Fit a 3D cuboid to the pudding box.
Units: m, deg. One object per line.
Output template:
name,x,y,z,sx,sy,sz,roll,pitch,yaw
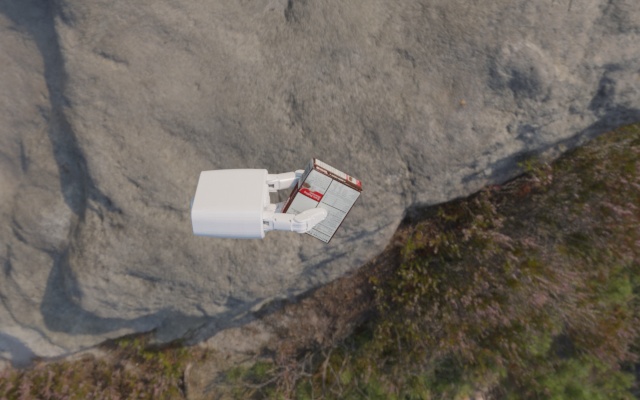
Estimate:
pudding box,0.000,0.003,0.749,0.090,0.113,0.039,26,27,-14
